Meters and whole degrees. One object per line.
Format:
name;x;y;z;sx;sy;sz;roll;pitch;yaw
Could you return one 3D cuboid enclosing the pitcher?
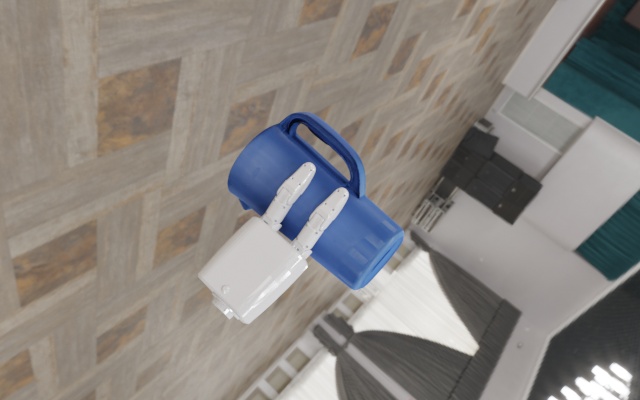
pitcher;0.000;0.002;0.673;0.243;0.145;0.149;40;-18;15
